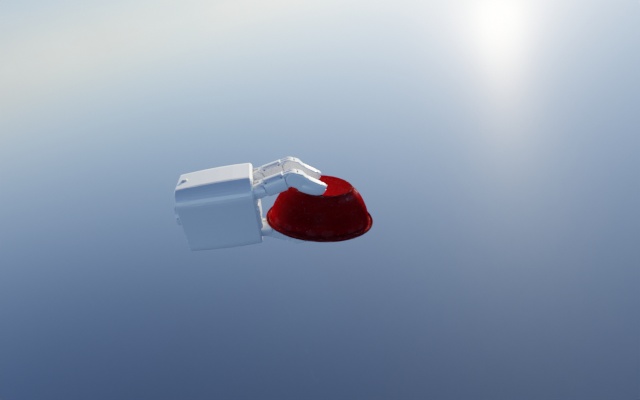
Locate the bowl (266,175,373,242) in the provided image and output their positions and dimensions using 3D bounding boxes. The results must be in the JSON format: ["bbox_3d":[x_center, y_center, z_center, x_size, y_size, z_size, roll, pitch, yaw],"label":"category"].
[{"bbox_3d":[0.001,0.002,0.711,0.162,0.055,0.162,3,22,-1],"label":"bowl"}]
